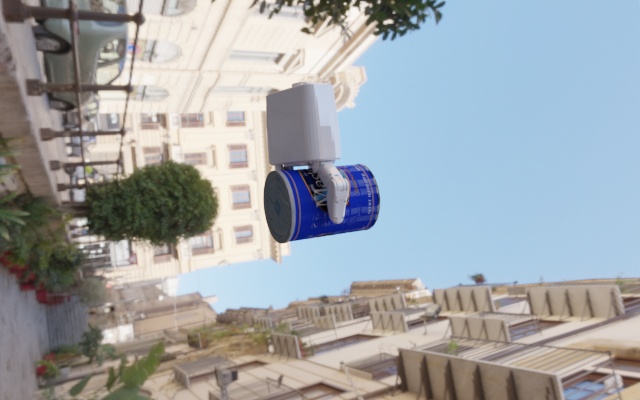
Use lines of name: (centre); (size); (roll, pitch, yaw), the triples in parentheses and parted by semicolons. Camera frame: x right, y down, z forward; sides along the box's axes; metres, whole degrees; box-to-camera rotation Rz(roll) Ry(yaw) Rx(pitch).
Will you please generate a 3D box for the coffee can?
coffee can: (0.000, 0.002, 0.694); (0.140, 0.103, 0.103); (-7, 3, -27)
